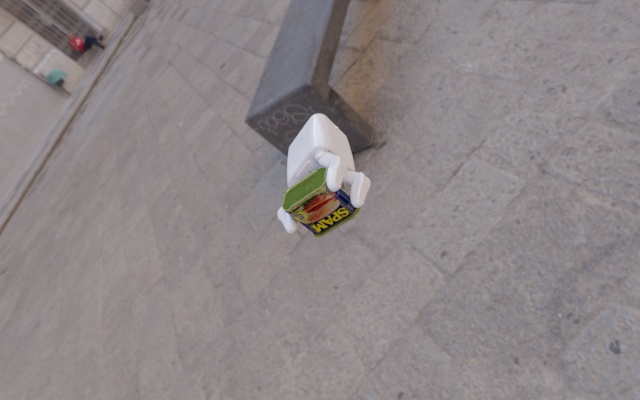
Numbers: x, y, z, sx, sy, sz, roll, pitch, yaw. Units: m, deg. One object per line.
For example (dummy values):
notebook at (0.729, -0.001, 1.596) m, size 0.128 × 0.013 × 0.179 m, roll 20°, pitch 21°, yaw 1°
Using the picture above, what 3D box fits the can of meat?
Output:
can of meat at (0.000, 0.002, 0.776) m, size 0.102 × 0.057 × 0.084 m, roll -33°, pitch -53°, yaw 26°
